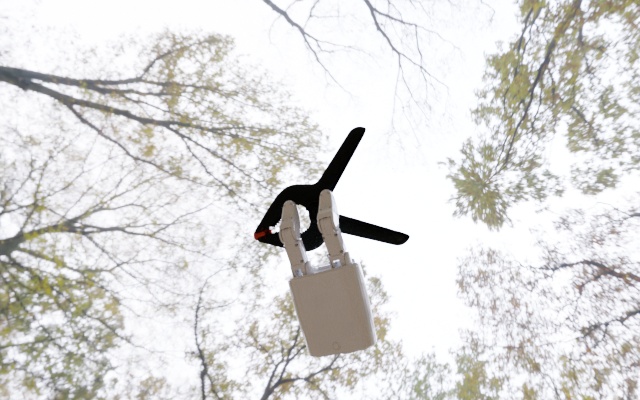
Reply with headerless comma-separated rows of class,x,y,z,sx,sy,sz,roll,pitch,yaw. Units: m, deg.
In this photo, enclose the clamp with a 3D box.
clamp,0.000,0.002,0.650,0.210,0.164,0.036,-16,-4,19
